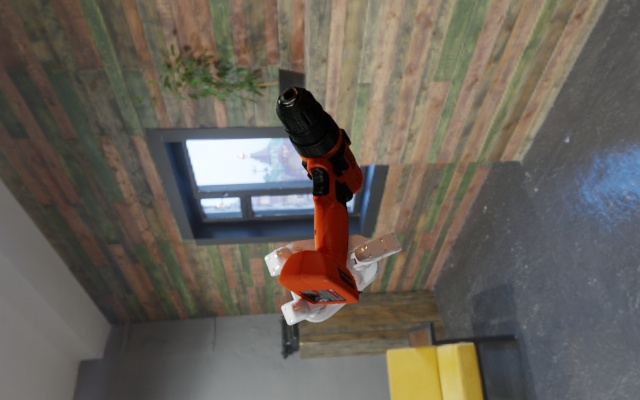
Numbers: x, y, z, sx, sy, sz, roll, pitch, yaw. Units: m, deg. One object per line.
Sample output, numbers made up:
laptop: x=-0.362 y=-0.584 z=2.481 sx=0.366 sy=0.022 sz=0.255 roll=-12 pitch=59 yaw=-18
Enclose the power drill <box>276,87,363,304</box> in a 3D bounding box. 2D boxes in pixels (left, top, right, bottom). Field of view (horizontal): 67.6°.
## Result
power drill: x=0.000 y=0.002 z=0.489 sx=0.057 sy=0.187 sz=0.184 roll=-7 pitch=-27 yaw=22
